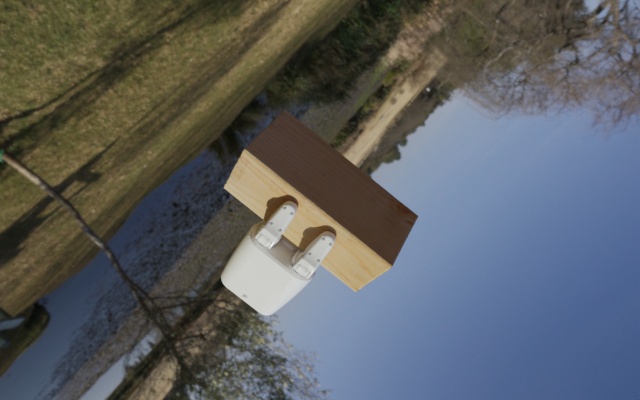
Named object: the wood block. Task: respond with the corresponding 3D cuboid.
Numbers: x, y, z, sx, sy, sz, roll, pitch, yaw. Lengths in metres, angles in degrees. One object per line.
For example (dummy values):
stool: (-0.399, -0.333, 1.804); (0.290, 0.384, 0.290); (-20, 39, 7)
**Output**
wood block: (0.000, 0.002, 0.578); (0.206, 0.090, 0.090); (38, -39, -2)
